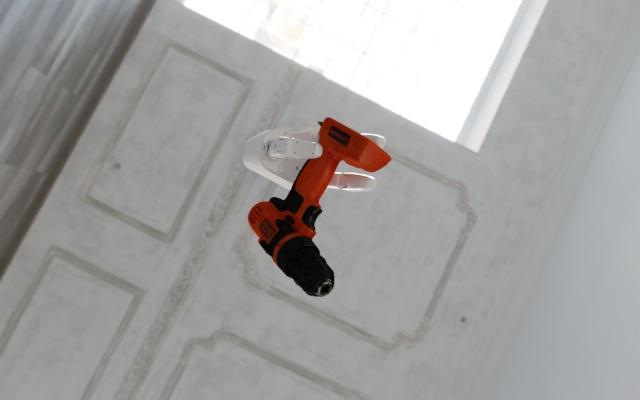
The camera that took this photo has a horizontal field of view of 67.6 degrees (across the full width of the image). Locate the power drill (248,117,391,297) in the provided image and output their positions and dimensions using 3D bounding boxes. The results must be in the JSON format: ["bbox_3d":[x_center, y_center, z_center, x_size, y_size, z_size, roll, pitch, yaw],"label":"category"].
[{"bbox_3d":[0.000,0.001,0.580,0.057,0.187,0.184,33,5,-42],"label":"power drill"}]
